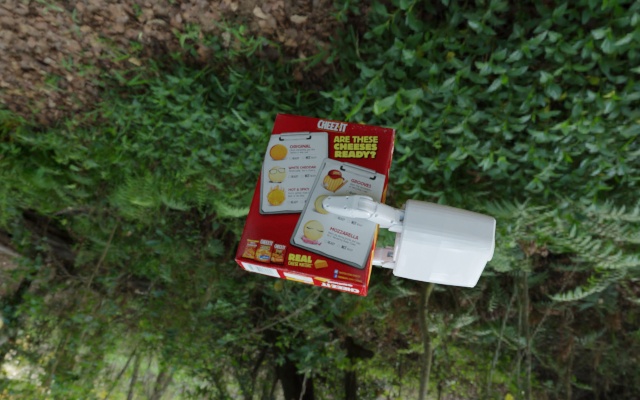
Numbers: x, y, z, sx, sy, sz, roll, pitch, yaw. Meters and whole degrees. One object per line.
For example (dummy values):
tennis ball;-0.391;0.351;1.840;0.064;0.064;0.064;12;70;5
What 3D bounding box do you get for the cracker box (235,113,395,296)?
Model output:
cracker box;0.000;0.002;0.628;0.164;0.213;0.072;10;-21;10
